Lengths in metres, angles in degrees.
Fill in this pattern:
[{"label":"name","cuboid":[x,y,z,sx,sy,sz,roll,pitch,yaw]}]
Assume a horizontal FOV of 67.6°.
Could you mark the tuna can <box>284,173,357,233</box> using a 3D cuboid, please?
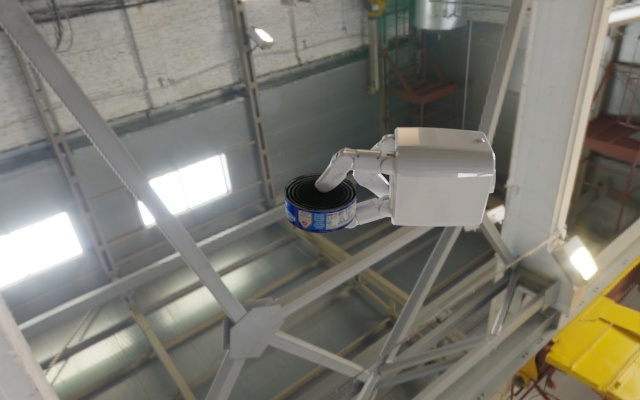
[{"label":"tuna can","cuboid":[0.000,0.002,0.570,0.086,0.034,0.086,1,32,0]}]
